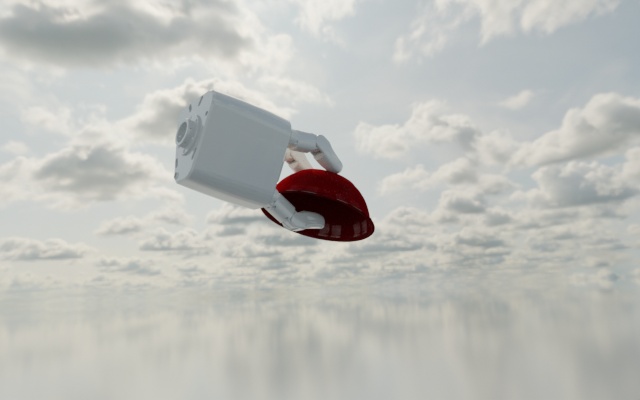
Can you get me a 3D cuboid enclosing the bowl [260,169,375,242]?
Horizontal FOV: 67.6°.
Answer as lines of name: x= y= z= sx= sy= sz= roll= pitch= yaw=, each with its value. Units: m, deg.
bowl: x=0.001 y=0.002 z=0.662 sx=0.162 sy=0.055 sz=0.162 roll=12 pitch=-24 yaw=5
